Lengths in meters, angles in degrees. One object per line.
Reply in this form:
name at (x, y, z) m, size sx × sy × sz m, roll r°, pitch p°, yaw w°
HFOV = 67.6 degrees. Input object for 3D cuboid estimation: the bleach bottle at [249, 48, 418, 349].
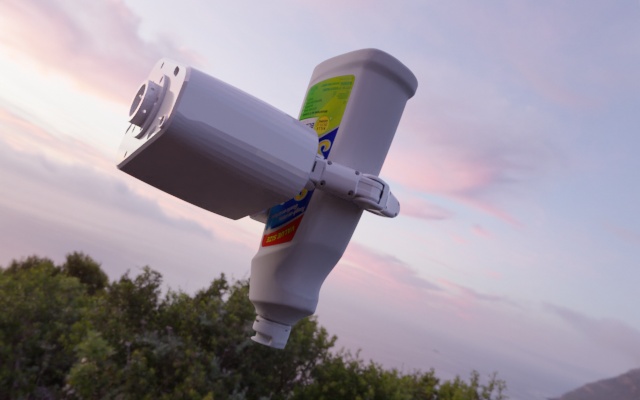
bleach bottle at (0.000, 0.001, 0.409) m, size 0.068 × 0.250 × 0.102 m, roll 26°, pitch -12°, yaw -35°
